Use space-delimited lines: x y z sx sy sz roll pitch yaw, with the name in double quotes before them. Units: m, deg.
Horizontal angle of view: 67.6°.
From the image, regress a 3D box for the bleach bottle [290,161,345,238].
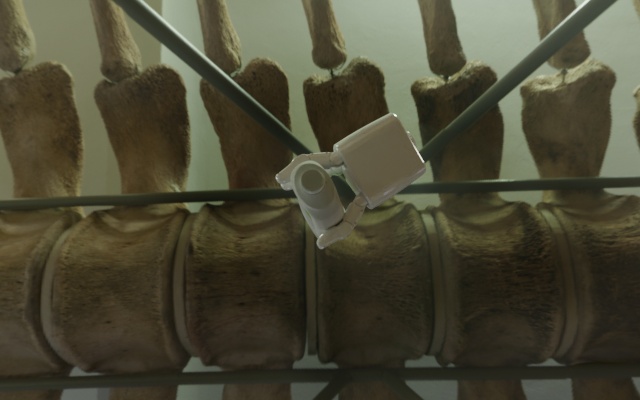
"bleach bottle" 0.000 0.002 0.727 0.068 0.102 0.251 -31 -10 -3
